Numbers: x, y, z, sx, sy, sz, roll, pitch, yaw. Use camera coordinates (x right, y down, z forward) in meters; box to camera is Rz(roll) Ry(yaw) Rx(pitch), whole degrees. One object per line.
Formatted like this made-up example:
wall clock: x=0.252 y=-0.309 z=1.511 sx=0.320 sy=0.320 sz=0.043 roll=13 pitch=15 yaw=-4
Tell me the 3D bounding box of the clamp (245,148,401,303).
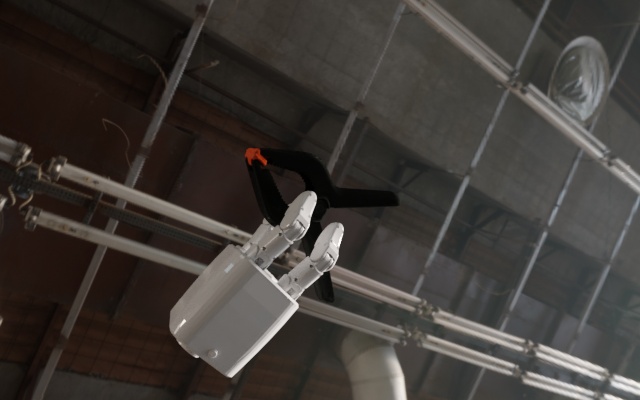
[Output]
clamp: x=-0.001 y=0.002 z=0.566 sx=0.210 sy=0.164 sz=0.036 roll=49 pitch=-16 yaw=-27
